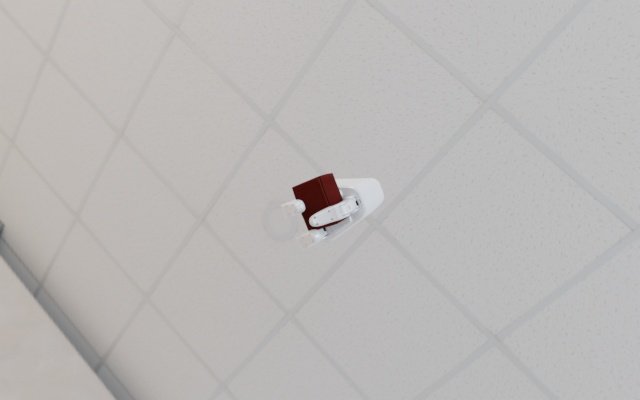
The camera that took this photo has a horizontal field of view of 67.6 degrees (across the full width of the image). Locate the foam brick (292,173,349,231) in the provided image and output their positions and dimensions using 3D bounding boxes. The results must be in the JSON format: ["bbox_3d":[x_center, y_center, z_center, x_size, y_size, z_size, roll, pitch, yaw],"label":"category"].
[{"bbox_3d":[0.000,0.002,0.745,0.053,0.078,0.051,-19,4,29],"label":"foam brick"}]
